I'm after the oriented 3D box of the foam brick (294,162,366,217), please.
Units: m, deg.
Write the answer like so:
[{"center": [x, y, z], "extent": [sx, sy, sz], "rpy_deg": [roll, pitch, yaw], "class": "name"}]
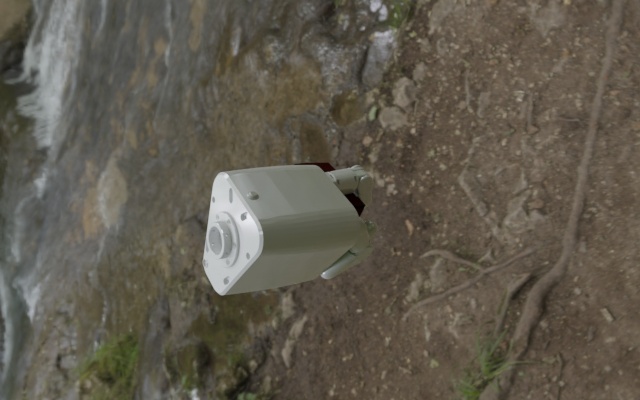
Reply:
[{"center": [0.000, 0.002, 0.519], "extent": [0.051, 0.053, 0.078], "rpy_deg": [-6, 44, -38], "class": "foam brick"}]
